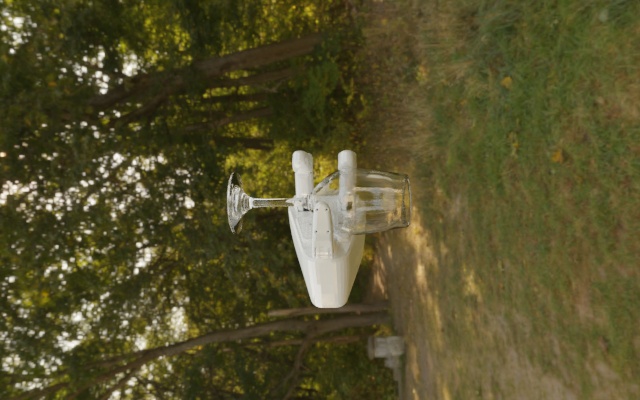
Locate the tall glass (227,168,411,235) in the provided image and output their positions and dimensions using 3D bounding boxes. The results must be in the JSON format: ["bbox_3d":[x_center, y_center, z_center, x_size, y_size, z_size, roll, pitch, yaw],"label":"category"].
[{"bbox_3d":[-0.001,0.002,0.552,0.201,0.079,0.079,-1,0,4],"label":"tall glass"}]
